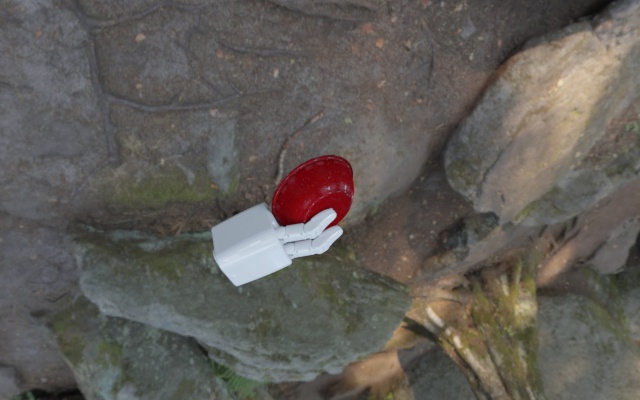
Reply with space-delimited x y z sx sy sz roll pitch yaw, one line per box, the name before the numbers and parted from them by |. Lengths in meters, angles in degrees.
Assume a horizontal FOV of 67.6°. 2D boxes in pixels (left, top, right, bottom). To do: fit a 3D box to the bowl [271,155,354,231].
bowl | 0.001 0.002 0.811 0.162 0.162 0.055 0 40 -40
